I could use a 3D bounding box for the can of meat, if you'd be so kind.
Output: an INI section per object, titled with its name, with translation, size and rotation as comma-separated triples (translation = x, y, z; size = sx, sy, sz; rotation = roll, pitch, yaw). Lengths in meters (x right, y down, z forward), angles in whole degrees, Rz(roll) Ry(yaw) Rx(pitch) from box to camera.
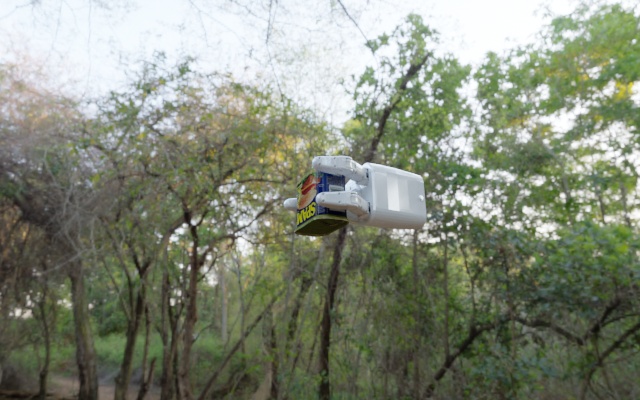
[can of meat]
translation = 0.000, 0.002, 0.732
size = 0.057, 0.084, 0.102
rotation = 7, -20, -24
